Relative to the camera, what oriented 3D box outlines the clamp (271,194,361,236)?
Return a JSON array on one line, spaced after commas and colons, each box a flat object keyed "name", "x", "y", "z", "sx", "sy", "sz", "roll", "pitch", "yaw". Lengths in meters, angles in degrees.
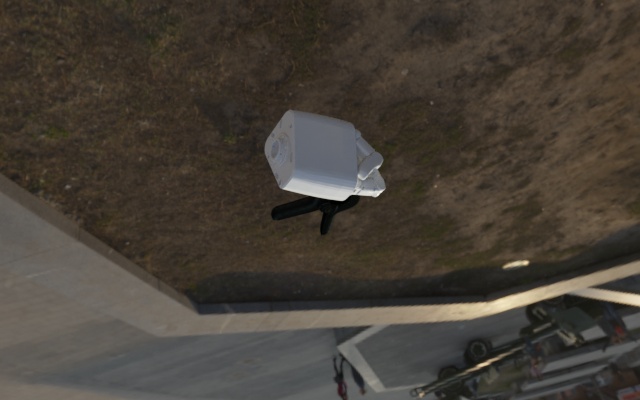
[{"name": "clamp", "x": 0.000, "y": 0.003, "z": 0.784, "sx": 0.120, "sy": 0.039, "sz": 0.171, "roll": 9, "pitch": -38, "yaw": -31}]
